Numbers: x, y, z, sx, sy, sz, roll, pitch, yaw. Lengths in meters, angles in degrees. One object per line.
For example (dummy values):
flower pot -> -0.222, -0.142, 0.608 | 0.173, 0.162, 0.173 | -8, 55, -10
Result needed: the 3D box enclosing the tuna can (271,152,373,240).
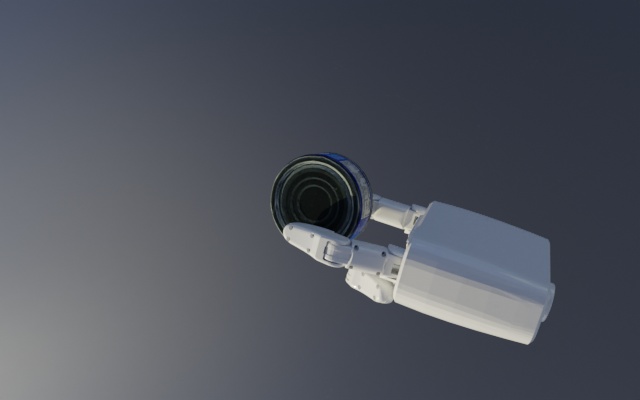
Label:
tuna can -> 0.000, 0.001, 0.416 | 0.086, 0.086, 0.034 | 0, 7, 24
